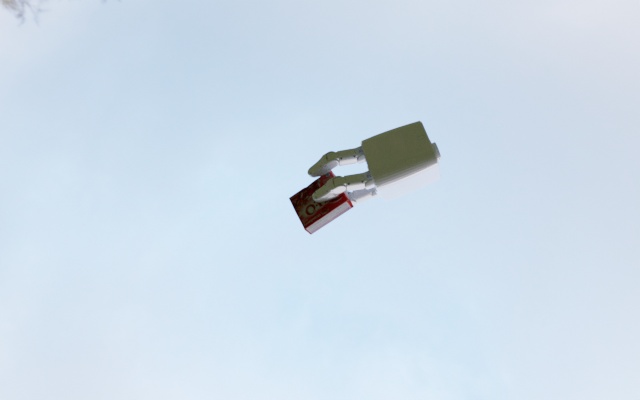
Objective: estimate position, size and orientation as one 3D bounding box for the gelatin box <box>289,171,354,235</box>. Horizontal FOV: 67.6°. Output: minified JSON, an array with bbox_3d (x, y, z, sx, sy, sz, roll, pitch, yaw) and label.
[{"bbox_3d":[0.000,0.003,0.801,0.089,0.073,0.030,-34,-36,7],"label":"gelatin box"}]
